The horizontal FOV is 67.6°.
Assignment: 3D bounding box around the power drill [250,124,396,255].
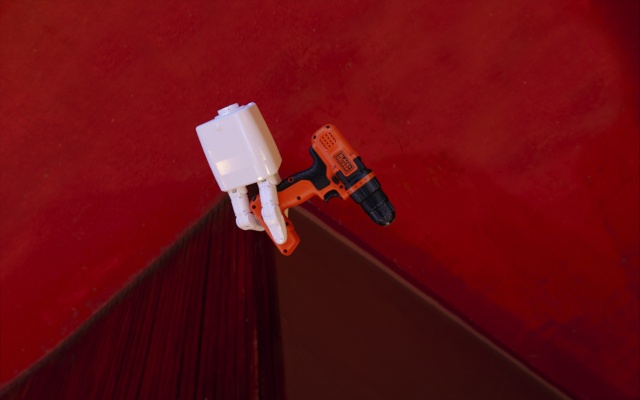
[{"bbox_3d":[0.000,0.003,0.749,0.187,0.184,0.057,-37,-3,4],"label":"power drill"}]
